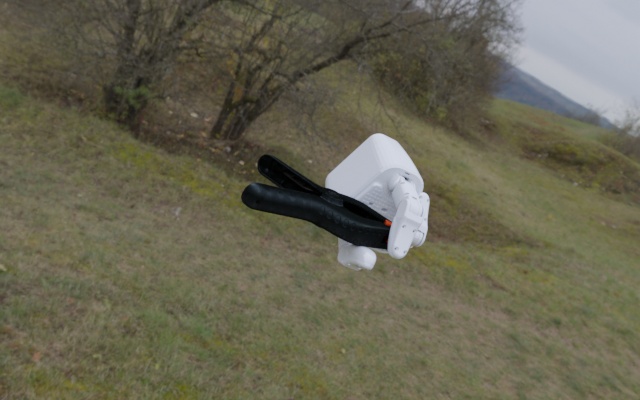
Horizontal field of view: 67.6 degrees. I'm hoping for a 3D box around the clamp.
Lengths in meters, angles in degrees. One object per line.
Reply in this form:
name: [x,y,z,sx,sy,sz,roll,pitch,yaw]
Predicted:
clamp: [0.001,0.001,0.501,0.171,0.039,0.120,24,25,-17]
